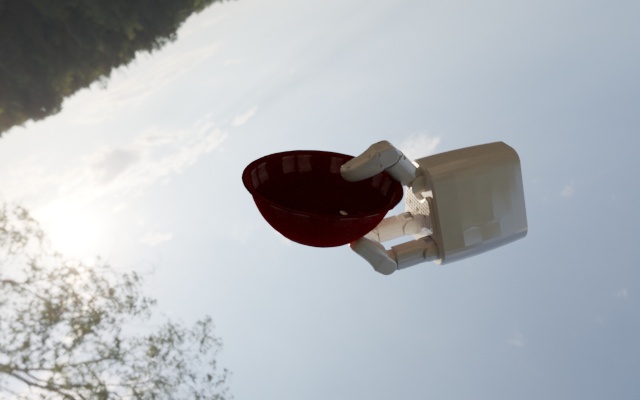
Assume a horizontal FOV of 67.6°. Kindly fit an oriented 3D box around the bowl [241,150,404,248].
[{"bbox_3d":[-0.001,0.002,0.488,0.162,0.055,0.162,5,26,-3],"label":"bowl"}]
